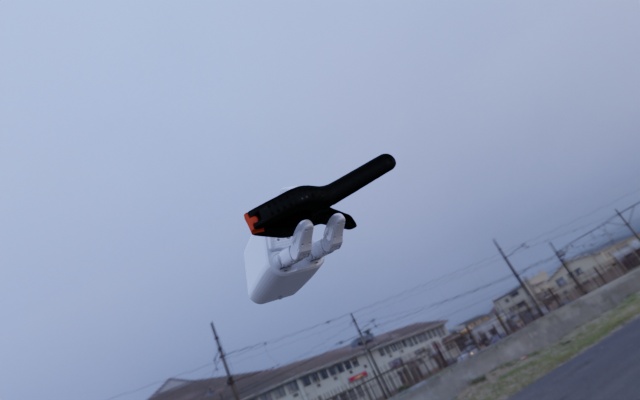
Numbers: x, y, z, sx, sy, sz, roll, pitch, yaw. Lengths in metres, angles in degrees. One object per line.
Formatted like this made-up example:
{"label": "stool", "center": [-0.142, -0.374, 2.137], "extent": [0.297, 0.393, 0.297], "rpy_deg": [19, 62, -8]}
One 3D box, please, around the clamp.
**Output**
{"label": "clamp", "center": [-0.001, 0.002, 0.650], "extent": [0.210, 0.036, 0.165], "rpy_deg": [-9, -34, -36]}
